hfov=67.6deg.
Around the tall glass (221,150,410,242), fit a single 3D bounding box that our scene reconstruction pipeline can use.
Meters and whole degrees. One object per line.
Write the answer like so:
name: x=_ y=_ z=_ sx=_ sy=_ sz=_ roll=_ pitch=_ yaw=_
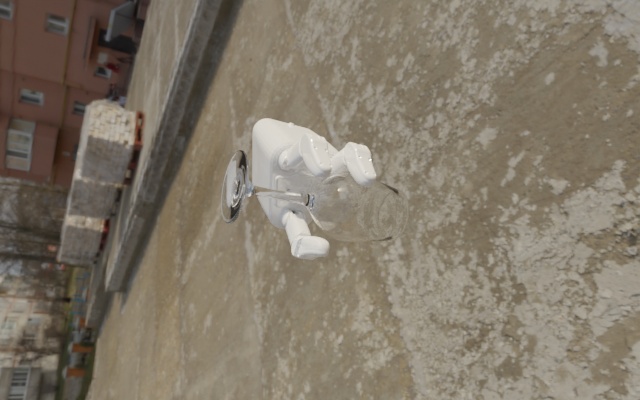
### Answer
tall glass: x=0.000 y=0.002 z=0.520 sx=0.201 sy=0.079 sz=0.079 roll=10 pitch=-5 yaw=-28
